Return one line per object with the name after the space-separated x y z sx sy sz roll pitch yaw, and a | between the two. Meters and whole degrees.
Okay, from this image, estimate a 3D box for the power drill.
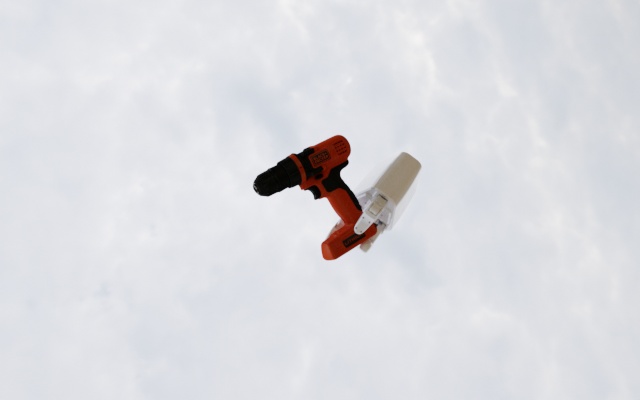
0.001 0.003 0.800 0.184 0.188 0.057 -29 9 -20 | power drill
